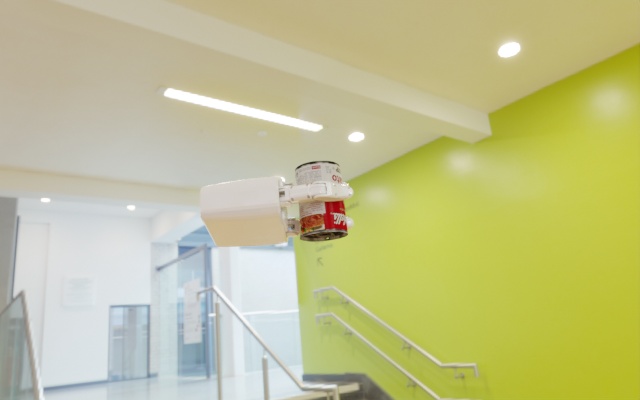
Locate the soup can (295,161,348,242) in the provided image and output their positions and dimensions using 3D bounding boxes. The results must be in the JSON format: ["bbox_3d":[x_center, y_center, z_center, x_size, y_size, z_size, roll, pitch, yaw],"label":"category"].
[{"bbox_3d":[0.001,0.002,0.678,0.068,0.102,0.068,-5,-15,-1],"label":"soup can"}]
